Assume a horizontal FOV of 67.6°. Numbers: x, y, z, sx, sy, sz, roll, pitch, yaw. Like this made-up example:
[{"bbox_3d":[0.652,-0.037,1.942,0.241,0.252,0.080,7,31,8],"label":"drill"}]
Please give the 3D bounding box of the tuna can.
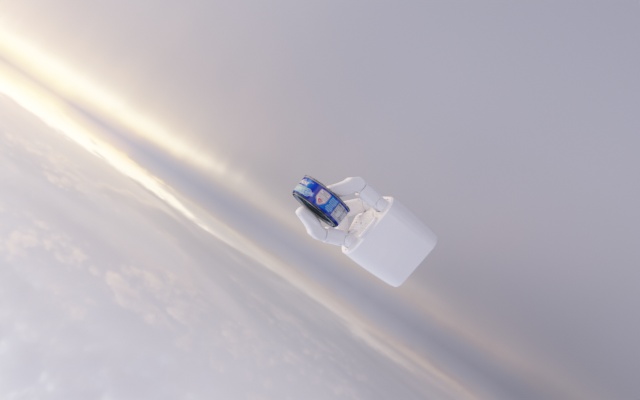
[{"bbox_3d":[0.000,0.003,0.705,0.086,0.033,0.086,38,-8,6],"label":"tuna can"}]
